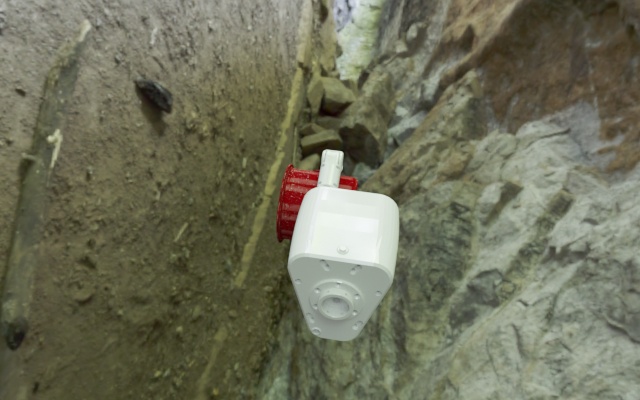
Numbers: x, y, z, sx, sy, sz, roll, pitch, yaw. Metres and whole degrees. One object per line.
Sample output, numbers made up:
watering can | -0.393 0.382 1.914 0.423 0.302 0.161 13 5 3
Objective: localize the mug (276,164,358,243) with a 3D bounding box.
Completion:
mug | 0.001 0.001 0.566 0.081 0.093 0.117 8 36 5
